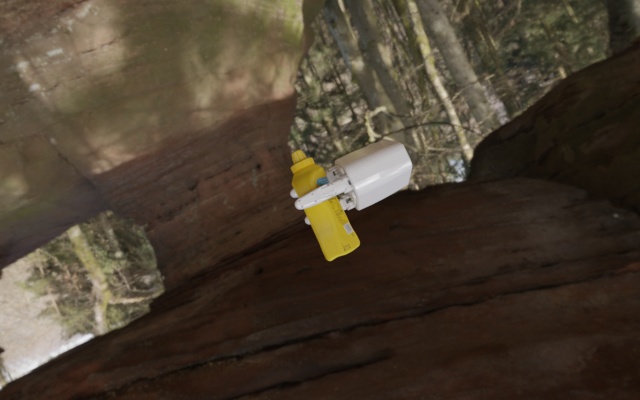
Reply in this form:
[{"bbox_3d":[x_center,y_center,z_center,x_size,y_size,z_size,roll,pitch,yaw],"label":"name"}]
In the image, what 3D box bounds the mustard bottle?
[{"bbox_3d":[0.000,0.003,0.811,0.058,0.191,0.096,-26,-3,21],"label":"mustard bottle"}]
